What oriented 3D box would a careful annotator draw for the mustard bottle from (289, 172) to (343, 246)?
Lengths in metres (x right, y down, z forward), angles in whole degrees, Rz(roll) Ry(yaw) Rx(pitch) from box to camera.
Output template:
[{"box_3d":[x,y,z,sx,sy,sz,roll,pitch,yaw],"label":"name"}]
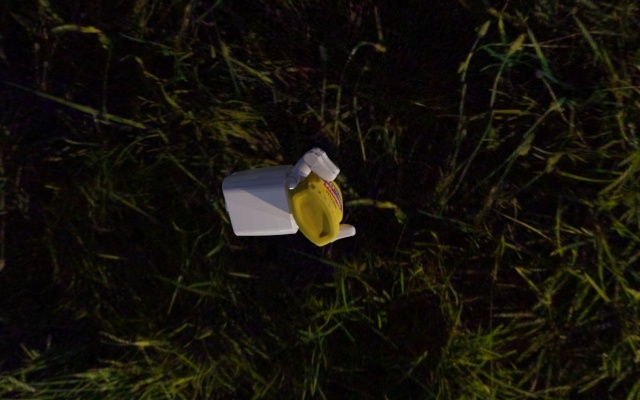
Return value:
[{"box_3d":[0.000,0.003,0.786,0.058,0.096,0.191,-29,8,12],"label":"mustard bottle"}]
